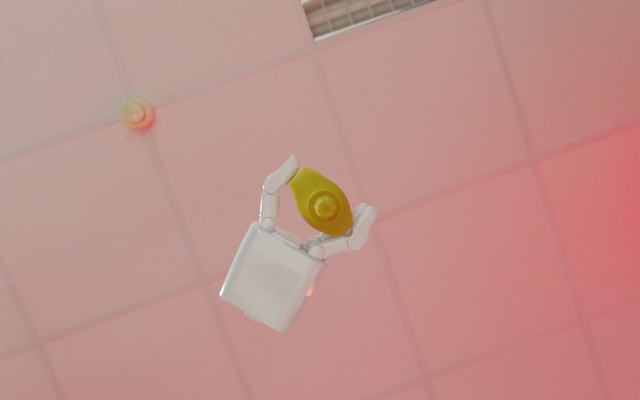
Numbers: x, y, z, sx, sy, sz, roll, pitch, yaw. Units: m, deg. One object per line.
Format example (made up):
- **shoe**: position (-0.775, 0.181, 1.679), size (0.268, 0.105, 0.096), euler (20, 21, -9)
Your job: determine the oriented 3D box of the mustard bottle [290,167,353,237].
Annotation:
- **mustard bottle**: position (0.000, 0.002, 0.624), size (0.058, 0.096, 0.191), euler (-39, 6, 1)
